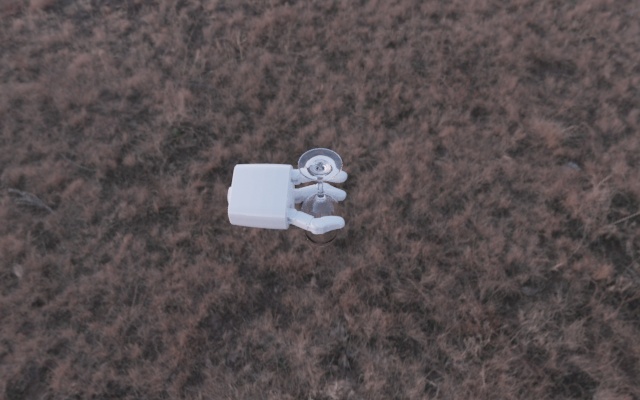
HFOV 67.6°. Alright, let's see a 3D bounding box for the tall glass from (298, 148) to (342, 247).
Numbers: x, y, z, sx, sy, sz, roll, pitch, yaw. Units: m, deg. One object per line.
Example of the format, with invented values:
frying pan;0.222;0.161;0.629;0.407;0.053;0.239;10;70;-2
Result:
tall glass;0.000;0.002;0.867;0.079;0.079;0.201;0;-40;1
